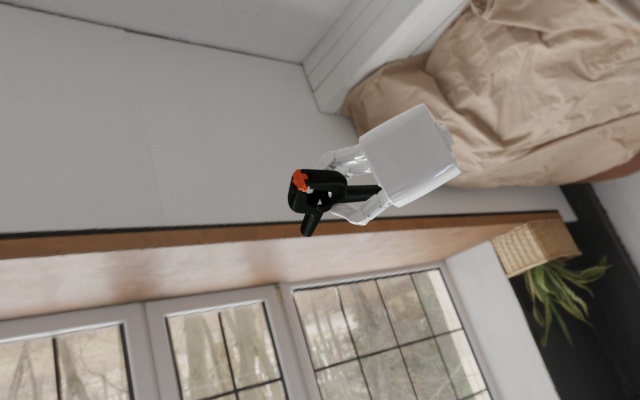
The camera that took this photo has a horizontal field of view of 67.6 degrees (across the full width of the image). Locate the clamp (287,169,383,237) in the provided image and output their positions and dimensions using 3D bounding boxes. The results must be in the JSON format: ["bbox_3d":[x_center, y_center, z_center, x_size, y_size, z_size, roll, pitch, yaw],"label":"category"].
[{"bbox_3d":[0.000,0.003,0.746,0.164,0.036,0.210,-32,-24,18],"label":"clamp"}]
